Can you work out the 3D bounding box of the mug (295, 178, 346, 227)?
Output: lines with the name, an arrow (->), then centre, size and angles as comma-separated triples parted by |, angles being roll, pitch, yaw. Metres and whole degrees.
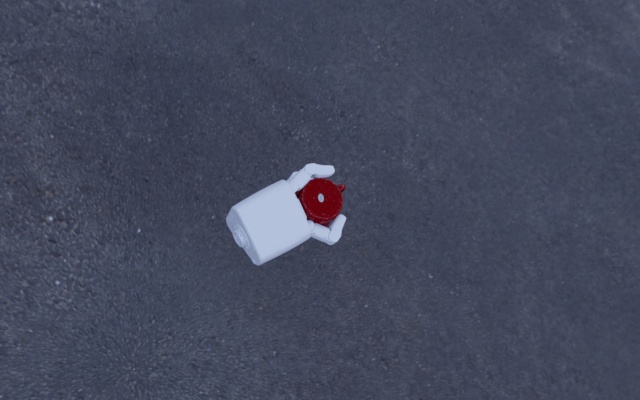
mug -> 0.001, 0.002, 0.886 | 0.117, 0.093, 0.081 | -30, -6, -26
